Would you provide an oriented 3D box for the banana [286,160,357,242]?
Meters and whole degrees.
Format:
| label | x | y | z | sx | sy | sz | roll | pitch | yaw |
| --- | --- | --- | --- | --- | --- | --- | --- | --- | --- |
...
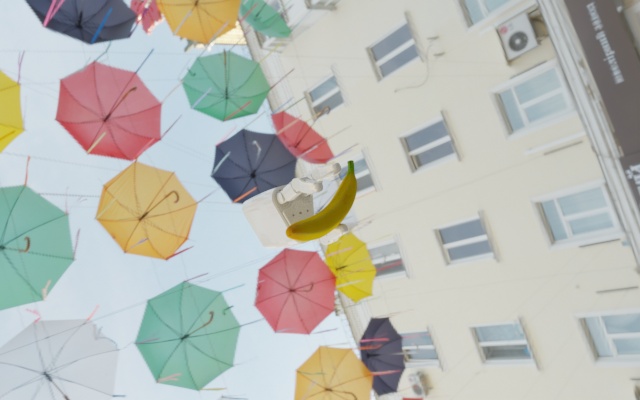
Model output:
| label | x | y | z | sx | sy | sz | roll | pitch | yaw |
| --- | --- | --- | --- | --- | --- | --- | --- | --- | --- |
| banana | 0.011 | 0.015 | 0.785 | 0.037 | 0.070 | 0.197 | -11 | 29 | 45 |
